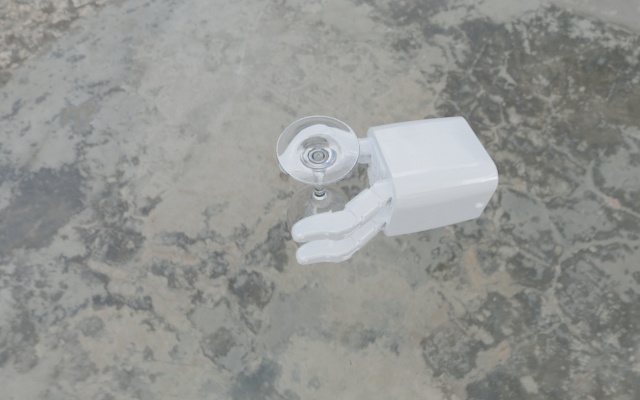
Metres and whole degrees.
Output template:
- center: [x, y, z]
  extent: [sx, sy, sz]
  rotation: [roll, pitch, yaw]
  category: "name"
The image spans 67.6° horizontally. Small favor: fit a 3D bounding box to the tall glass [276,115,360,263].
- center: [0.000, 0.001, 0.508]
  extent: [0.079, 0.079, 0.201]
  rotation: [0, -29, 1]
  category: "tall glass"
